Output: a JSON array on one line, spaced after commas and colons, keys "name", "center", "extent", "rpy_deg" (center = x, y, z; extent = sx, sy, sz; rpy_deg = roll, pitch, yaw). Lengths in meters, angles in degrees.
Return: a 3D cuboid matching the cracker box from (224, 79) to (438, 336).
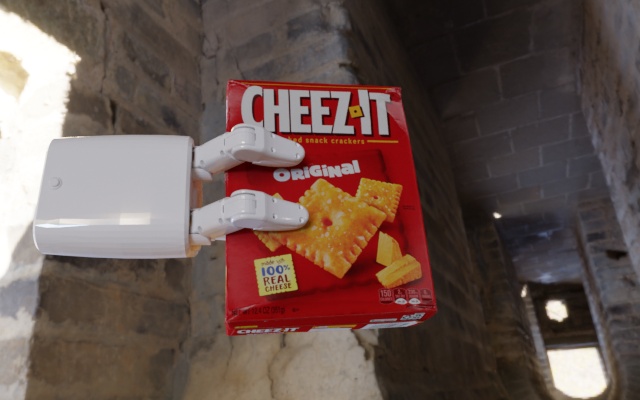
[{"name": "cracker box", "center": [0.000, 0.002, 0.415], "extent": [0.164, 0.213, 0.072], "rpy_deg": [0, -23, -11]}]
